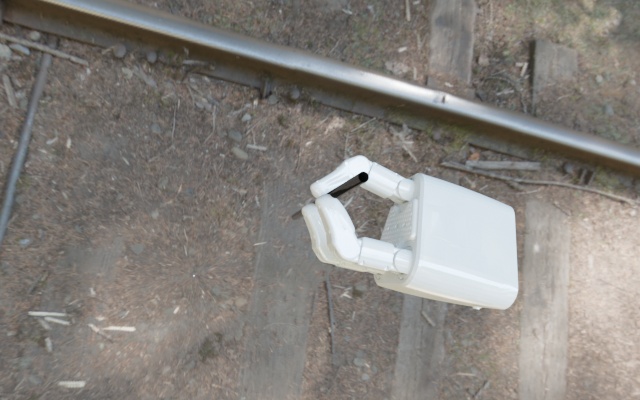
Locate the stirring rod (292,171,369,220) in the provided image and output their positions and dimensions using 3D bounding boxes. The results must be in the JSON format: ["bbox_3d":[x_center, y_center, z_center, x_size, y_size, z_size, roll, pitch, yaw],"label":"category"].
[{"bbox_3d":[0.000,0.001,0.452,0.011,0.011,0.239,0,-9,-15],"label":"stirring rod"}]
